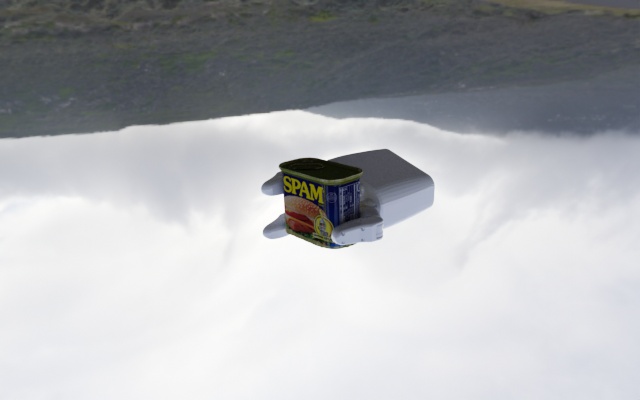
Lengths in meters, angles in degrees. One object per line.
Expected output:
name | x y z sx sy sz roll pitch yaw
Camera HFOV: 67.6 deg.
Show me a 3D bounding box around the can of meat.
can of meat | 0.000 0.002 0.551 0.057 0.084 0.102 -19 26 -39
